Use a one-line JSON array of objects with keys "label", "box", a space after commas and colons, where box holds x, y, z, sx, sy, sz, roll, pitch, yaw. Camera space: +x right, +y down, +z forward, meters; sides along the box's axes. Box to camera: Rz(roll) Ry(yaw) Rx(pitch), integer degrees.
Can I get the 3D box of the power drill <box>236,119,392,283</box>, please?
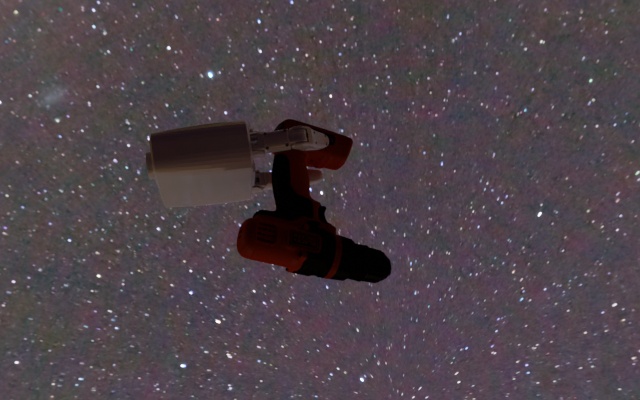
[{"label": "power drill", "box": [0.000, 0.001, 0.572, 0.184, 0.187, 0.057, 16, -35, -20]}]
